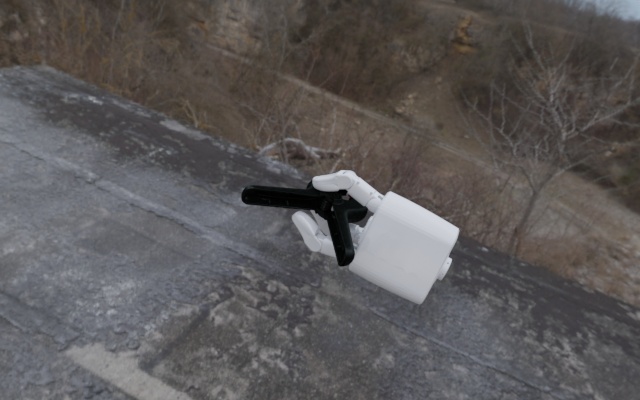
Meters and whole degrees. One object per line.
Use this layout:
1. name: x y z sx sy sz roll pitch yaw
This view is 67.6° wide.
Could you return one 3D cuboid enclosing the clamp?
1. clamp: 0.001 0.001 0.659 0.164 0.036 0.210 30 27 10
